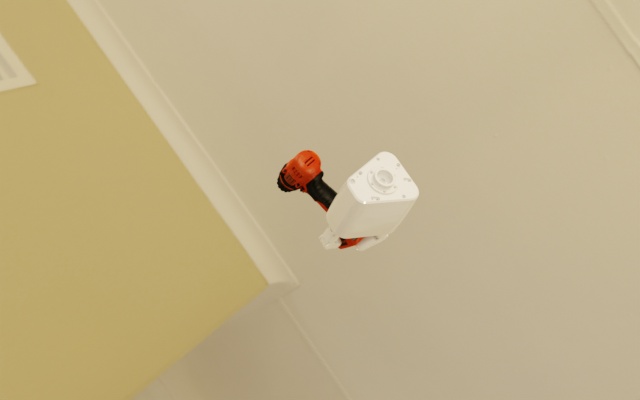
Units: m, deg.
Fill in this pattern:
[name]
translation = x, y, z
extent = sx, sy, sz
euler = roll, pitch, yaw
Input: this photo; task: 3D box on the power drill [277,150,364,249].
[power drill]
translation = 0.001, 0.003, 0.863
extent = 0.057, 0.187, 0.184
euler = -45, 4, -17
